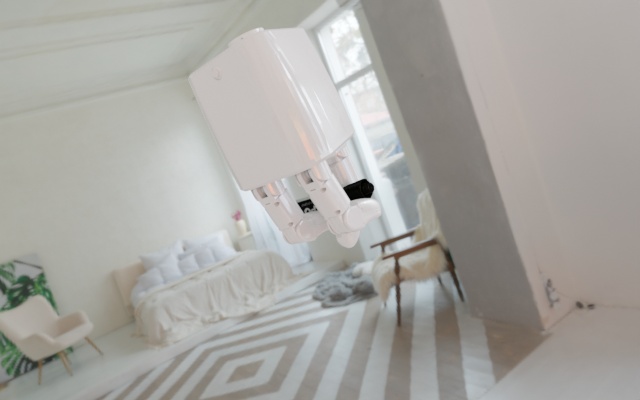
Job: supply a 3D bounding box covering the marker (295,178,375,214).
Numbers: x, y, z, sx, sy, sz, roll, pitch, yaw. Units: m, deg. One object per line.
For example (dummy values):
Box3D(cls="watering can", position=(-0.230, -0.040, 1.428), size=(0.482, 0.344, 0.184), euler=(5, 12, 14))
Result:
Box3D(cls="marker", position=(0.000, 0.002, 0.454), size=(0.121, 0.020, 0.020), euler=(-16, -11, 40))
